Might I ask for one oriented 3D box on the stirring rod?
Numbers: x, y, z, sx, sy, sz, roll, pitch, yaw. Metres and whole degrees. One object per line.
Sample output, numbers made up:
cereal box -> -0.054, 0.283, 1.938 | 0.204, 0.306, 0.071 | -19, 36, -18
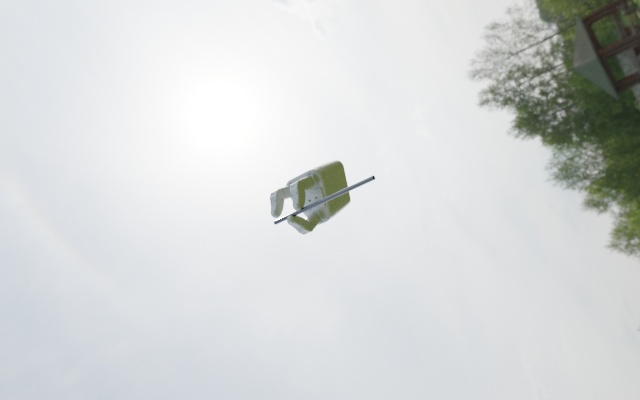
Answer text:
stirring rod -> 0.000, 0.003, 0.865 | 0.239, 0.011, 0.011 | -25, -15, 36
